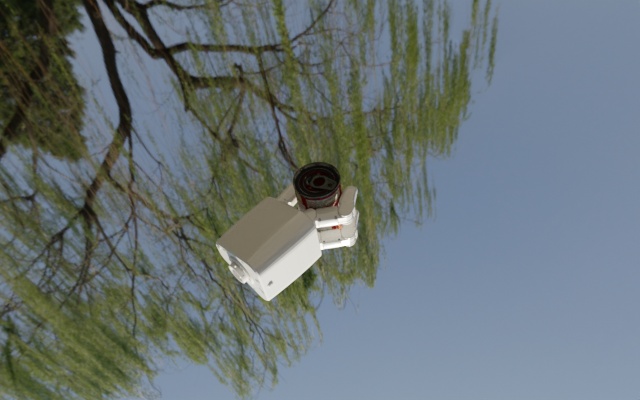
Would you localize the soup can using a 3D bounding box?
[{"bbox_3d":[0.000,0.002,0.708,0.068,0.068,0.102,0,-39,9],"label":"soup can"}]
